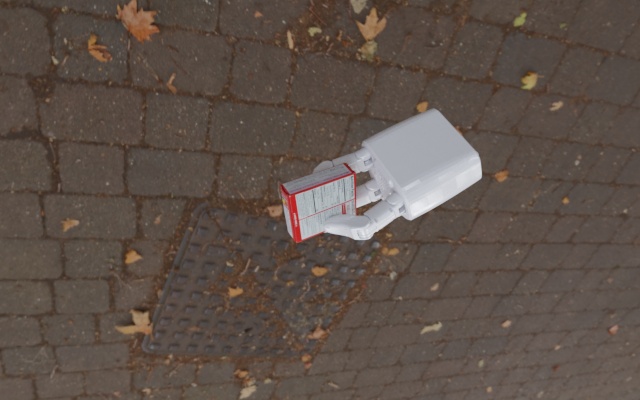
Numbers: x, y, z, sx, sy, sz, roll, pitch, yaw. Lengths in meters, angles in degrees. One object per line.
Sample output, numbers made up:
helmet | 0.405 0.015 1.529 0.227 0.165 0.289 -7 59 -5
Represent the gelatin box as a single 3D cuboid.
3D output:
gelatin box | 0.000 0.002 0.577 0.089 0.073 0.030 -21 40 -18
